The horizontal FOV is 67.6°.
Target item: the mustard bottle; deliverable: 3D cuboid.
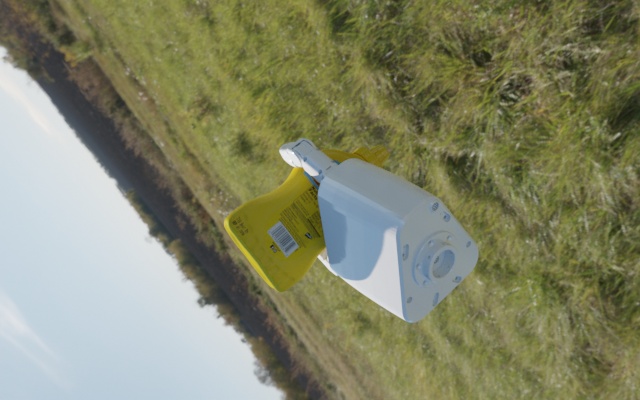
[{"bbox_3d":[0.000,0.002,0.508,0.191,0.096,0.058,-39,12,-16],"label":"mustard bottle"}]
